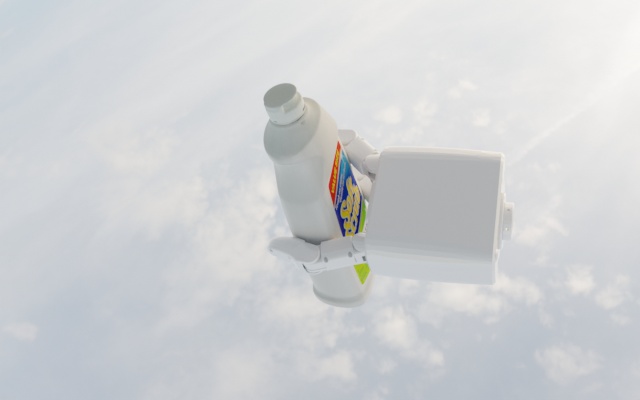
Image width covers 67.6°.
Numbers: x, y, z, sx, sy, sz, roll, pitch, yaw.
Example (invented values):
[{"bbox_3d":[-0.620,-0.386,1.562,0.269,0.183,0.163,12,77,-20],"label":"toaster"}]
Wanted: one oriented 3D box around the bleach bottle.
[{"bbox_3d":[0.000,0.001,0.460,0.068,0.102,0.251,5,-36,24],"label":"bleach bottle"}]
